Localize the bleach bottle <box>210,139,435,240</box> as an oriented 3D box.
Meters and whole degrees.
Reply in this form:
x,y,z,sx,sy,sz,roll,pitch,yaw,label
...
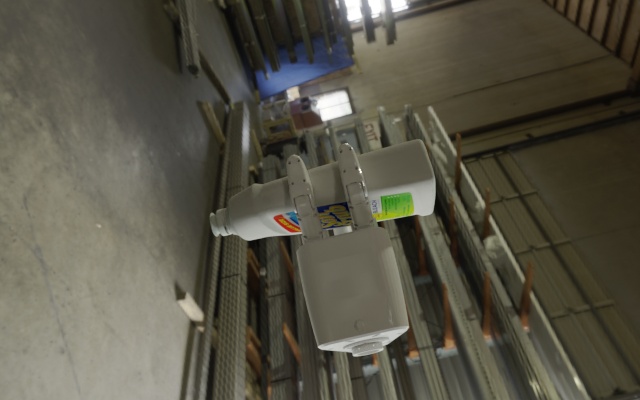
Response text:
x,y,z,sx,sy,sz,roll,pitch,yaw,label
0.000,0.002,0.549,0.251,0.068,0.103,-14,-27,4,bleach bottle
